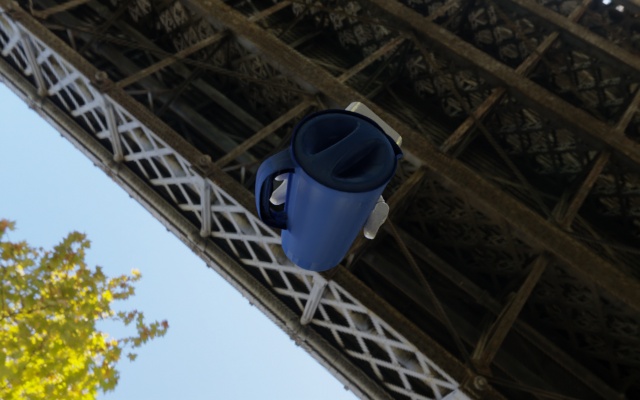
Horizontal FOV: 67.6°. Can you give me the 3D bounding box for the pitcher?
[{"bbox_3d":[0.000,0.002,0.667,0.149,0.145,0.243,27,-36,7],"label":"pitcher"}]
